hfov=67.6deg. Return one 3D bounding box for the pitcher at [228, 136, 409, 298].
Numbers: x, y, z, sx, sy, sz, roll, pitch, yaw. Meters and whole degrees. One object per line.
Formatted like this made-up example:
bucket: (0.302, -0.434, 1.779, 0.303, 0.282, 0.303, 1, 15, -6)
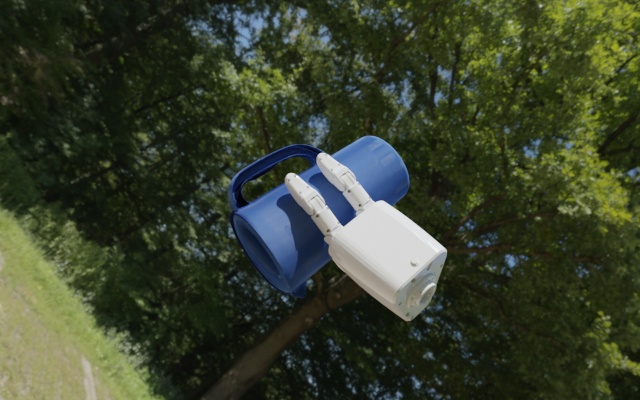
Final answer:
pitcher: (0.000, 0.002, 0.665, 0.242, 0.149, 0.145, -35, 53, -22)
